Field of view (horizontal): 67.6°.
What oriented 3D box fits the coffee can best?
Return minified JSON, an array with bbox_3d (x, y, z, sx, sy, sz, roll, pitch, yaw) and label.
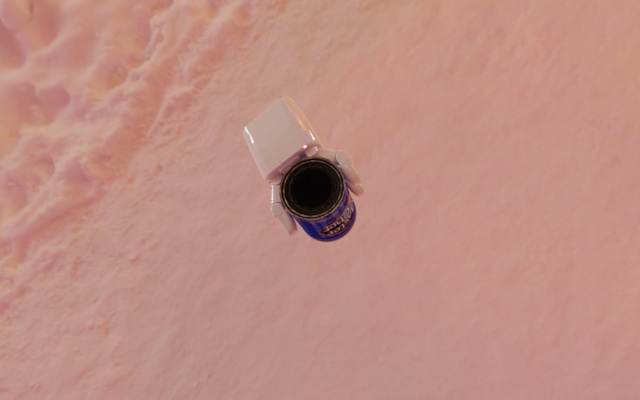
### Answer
[{"bbox_3d":[0.000,0.003,0.779,0.103,0.102,0.140,0,-18,11],"label":"coffee can"}]
